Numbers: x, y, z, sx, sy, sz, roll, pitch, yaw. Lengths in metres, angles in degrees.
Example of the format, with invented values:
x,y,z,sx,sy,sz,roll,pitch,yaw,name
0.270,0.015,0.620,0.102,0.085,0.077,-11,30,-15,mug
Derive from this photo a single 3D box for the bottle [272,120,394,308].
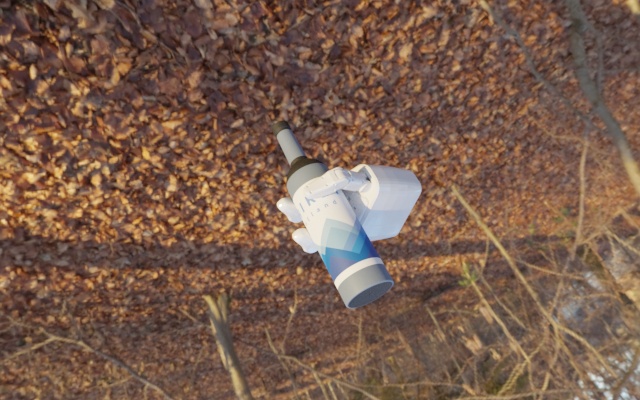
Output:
x,y,z,sx,sy,sz,roll,pitch,yaw,name
0.000,0.002,0.659,0.069,0.295,0.069,-22,-28,-12,bottle
